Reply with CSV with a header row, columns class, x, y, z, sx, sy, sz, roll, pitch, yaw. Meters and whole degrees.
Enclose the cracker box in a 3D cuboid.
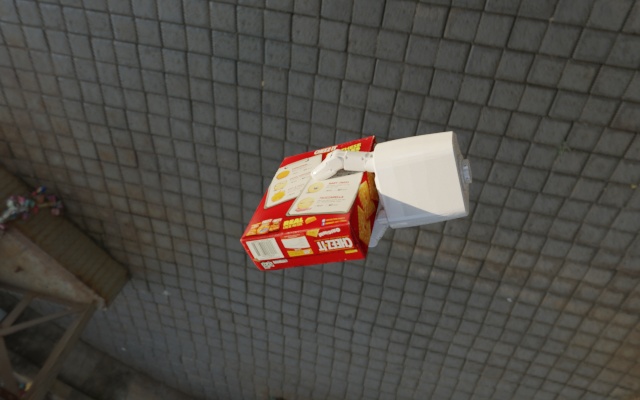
class,x,y,z,sx,sy,sz,roll,pitch,yaw
cracker box,0.000,0.002,0.705,0.164,0.072,0.213,-11,33,24
